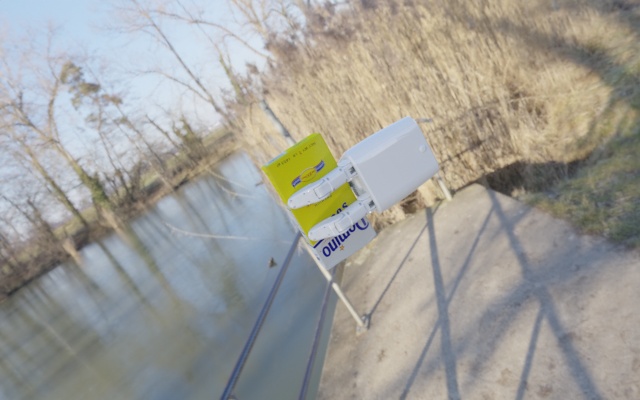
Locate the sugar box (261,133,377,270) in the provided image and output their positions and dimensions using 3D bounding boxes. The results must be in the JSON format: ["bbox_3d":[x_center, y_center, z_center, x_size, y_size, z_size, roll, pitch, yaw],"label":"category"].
[{"bbox_3d":[0.000,0.002,0.683,0.093,0.176,0.048,-34,13,-9],"label":"sugar box"}]
